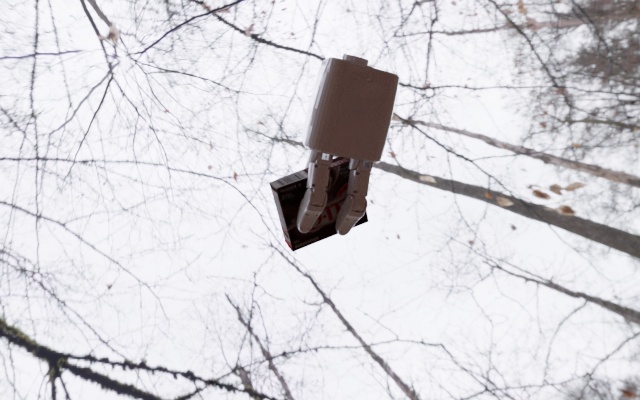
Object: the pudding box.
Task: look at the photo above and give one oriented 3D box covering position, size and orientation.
[{"bbox_3d":[0.000,0.002,0.608,0.113,0.090,0.039,-20,25,-14],"label":"pudding box"}]
